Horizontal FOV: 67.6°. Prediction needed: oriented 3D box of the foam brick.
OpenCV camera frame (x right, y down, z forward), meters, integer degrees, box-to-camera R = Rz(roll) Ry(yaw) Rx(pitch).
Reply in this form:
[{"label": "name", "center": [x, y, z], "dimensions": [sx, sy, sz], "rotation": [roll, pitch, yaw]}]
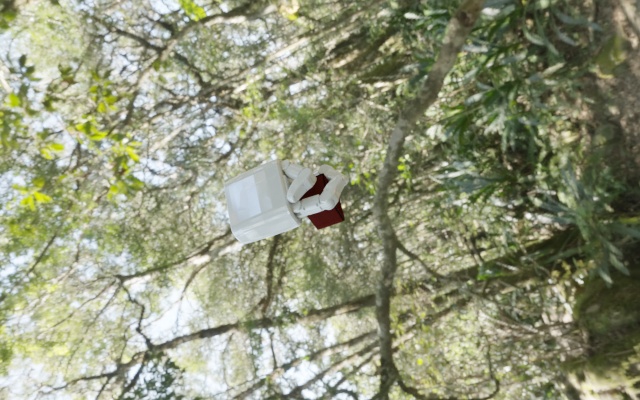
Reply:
[{"label": "foam brick", "center": [0.000, 0.003, 0.804], "dimensions": [0.051, 0.053, 0.078], "rotation": [-22, -43, 12]}]
